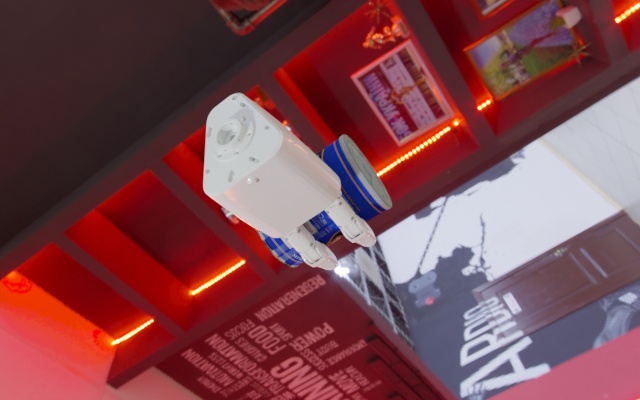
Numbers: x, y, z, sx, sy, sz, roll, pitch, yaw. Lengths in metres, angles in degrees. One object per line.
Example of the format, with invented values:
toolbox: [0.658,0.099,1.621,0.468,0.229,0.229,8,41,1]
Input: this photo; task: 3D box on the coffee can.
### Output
coffee can: [0.000,0.002,0.577,0.140,0.103,0.103,-34,-9,14]
